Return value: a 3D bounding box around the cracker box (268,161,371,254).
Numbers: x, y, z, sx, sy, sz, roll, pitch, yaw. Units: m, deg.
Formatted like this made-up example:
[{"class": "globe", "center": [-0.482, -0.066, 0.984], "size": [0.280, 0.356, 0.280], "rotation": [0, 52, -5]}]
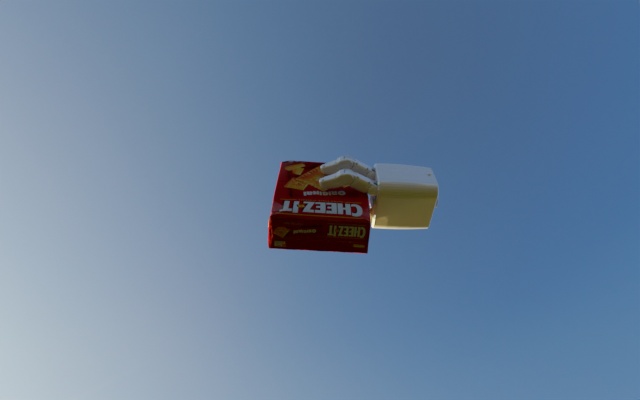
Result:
[{"class": "cracker box", "center": [0.000, 0.003, 0.851], "size": [0.164, 0.072, 0.213], "rotation": [3, 29, 0]}]
